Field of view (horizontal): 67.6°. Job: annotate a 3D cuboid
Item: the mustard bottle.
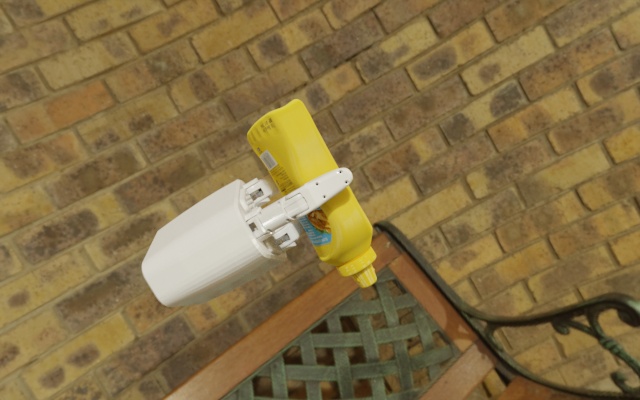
[{"bbox_3d":[0.000,0.001,0.471,0.058,0.191,0.096,-32,4,-22],"label":"mustard bottle"}]
